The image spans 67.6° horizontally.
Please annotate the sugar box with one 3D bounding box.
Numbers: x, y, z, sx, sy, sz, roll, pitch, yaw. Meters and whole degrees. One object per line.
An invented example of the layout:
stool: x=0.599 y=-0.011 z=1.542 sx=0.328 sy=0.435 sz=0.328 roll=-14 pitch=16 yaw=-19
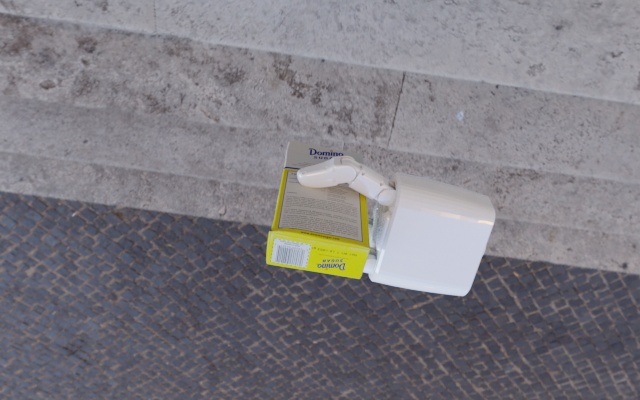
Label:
sugar box: x=0.000 y=0.002 z=0.505 sx=0.093 sy=0.048 sz=0.176 roll=11 pitch=32 yaw=-4
